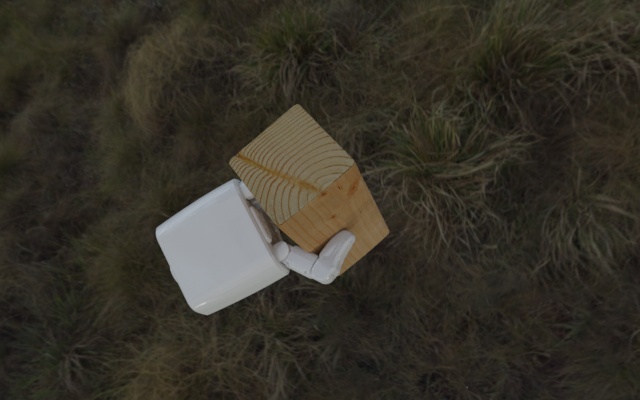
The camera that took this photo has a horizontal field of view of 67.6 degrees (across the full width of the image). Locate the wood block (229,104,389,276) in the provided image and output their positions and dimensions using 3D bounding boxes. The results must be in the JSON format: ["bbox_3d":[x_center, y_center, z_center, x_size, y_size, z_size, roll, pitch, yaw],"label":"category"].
[{"bbox_3d":[0.000,0.002,0.522,0.090,0.090,0.206,-40,-26,-1],"label":"wood block"}]
